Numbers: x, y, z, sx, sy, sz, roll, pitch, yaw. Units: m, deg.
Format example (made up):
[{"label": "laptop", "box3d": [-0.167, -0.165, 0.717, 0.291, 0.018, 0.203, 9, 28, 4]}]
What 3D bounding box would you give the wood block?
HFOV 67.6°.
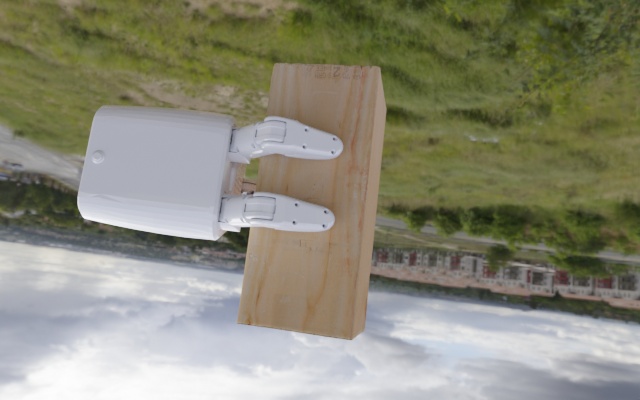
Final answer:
[{"label": "wood block", "box3d": [0.000, 0.001, 0.401, 0.090, 0.206, 0.091, 5, -10, 11]}]
